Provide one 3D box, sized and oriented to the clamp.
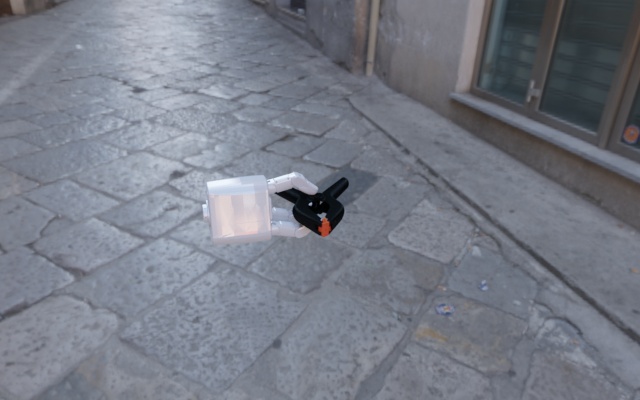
[{"bbox_3d":[0.000,0.002,0.898,0.164,0.036,0.210,-6,27,-15],"label":"clamp"}]
